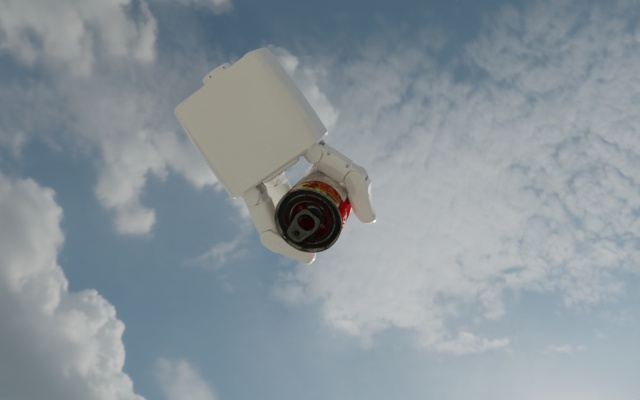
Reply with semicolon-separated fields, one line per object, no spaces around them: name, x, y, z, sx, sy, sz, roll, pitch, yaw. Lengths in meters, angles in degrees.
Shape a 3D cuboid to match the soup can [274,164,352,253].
soup can;0.001;0.002;0.503;0.068;0.068;0.102;0;22;16
